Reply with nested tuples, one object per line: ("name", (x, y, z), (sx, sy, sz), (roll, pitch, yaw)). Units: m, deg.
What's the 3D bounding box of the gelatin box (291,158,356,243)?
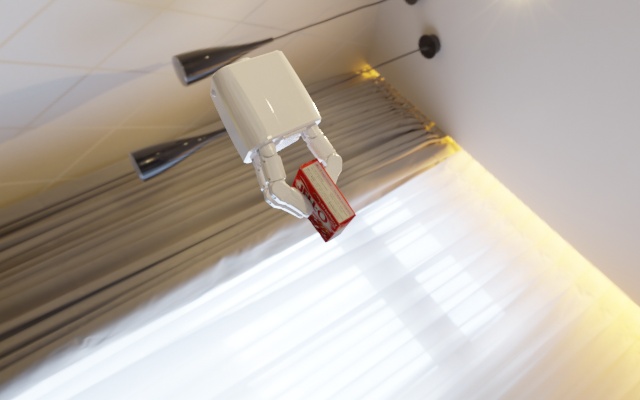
("gelatin box", (0.001, 0.002, 0.599), (0.030, 0.089, 0.073), (-30, -12, -23))
